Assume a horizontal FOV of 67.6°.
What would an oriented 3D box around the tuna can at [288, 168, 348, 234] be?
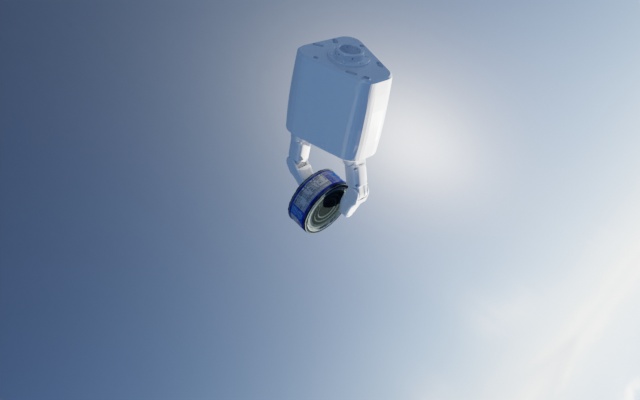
[{"bbox_3d":[0.000,0.002,0.633,0.033,0.086,0.086,42,22,27],"label":"tuna can"}]
